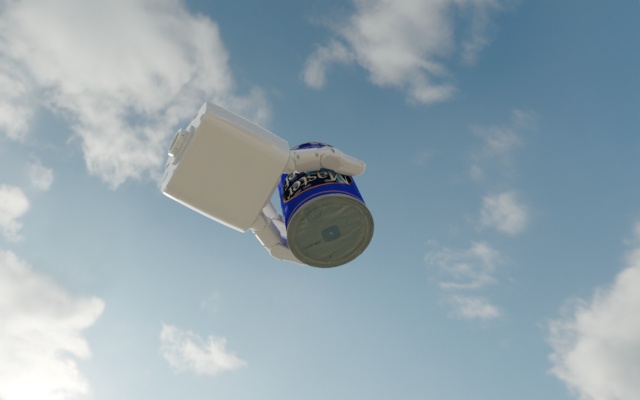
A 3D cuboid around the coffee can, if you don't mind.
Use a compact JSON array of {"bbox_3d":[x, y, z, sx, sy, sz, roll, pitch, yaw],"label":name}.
[{"bbox_3d":[0.000,0.002,0.606,0.103,0.103,0.140,0,32,-12],"label":"coffee can"}]
